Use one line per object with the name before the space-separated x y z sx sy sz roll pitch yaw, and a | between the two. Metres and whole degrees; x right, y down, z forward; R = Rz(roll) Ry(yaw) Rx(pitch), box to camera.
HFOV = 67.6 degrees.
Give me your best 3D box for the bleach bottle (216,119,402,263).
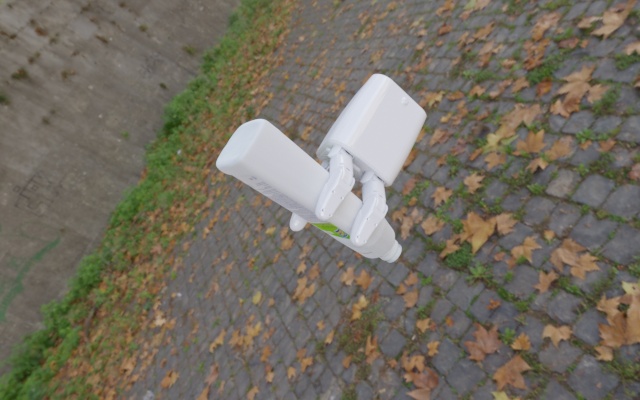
bleach bottle | 0.000 0.002 0.586 0.251 0.068 0.102 36 -14 -24
